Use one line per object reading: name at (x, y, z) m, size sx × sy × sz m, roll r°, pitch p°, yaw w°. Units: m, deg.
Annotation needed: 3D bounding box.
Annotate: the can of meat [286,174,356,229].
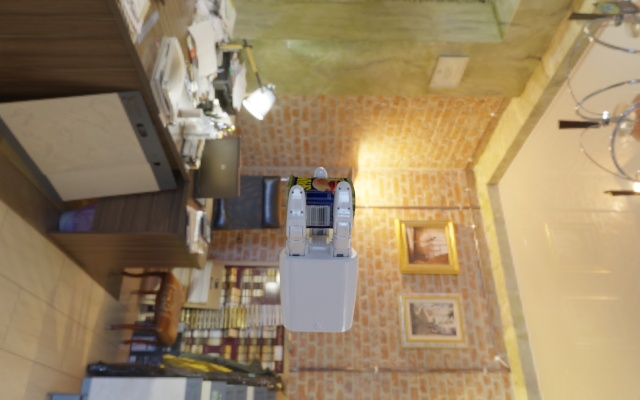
can of meat at (0.000, 0.002, 0.620) m, size 0.084 × 0.057 × 0.102 m, roll 1°, pitch 15°, yaw -1°
